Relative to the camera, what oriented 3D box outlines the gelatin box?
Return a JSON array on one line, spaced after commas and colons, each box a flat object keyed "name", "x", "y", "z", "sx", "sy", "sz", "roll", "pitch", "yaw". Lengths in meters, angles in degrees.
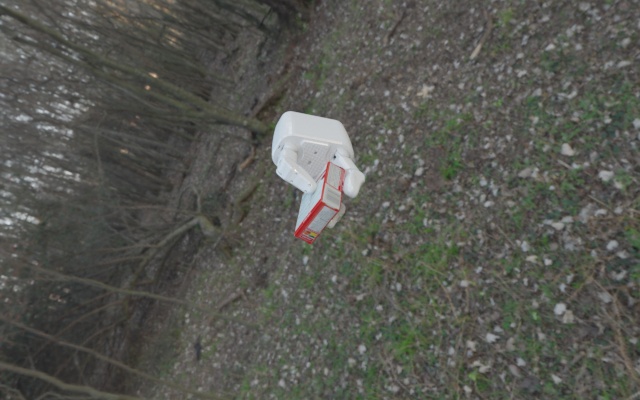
[{"name": "gelatin box", "x": 0.000, "y": 0.002, "z": 0.629, "sx": 0.030, "sy": 0.089, "sz": 0.073, "roll": 28, "pitch": -52, "yaw": -14}]
